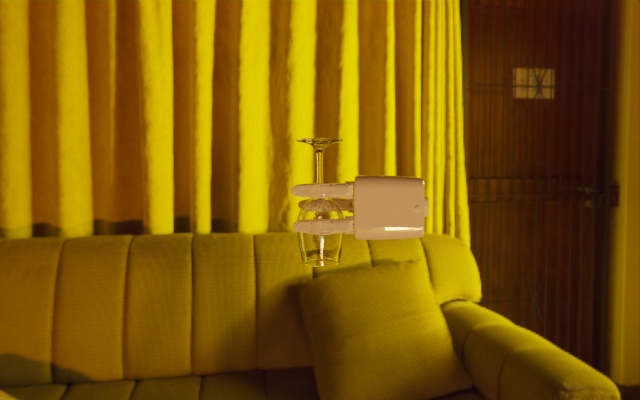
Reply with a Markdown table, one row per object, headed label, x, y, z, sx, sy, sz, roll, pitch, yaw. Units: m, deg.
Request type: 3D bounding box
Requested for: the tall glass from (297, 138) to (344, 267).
| label | x | y | z | sx | sy | sz | roll | pitch | yaw |
| --- | --- | --- | --- | --- | --- | --- | --- | --- | --- |
| tall glass | 0.000 | 0.002 | 0.769 | 0.079 | 0.201 | 0.079 | 0 | 3 | 0 |
